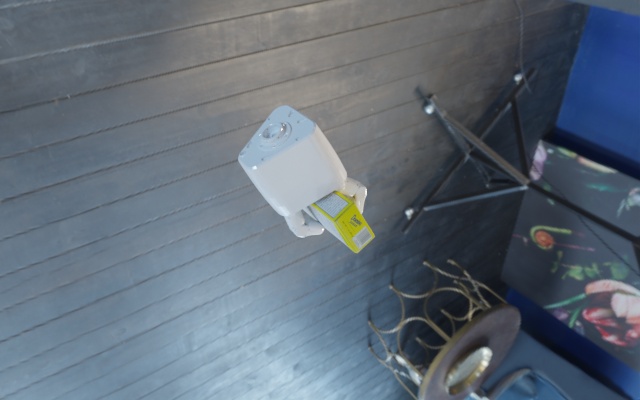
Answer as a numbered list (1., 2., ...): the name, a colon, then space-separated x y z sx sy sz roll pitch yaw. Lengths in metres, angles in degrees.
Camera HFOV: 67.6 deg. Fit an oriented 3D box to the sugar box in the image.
1. sugar box: 0.001 0.002 0.738 0.176 0.048 0.093 41 -11 43
